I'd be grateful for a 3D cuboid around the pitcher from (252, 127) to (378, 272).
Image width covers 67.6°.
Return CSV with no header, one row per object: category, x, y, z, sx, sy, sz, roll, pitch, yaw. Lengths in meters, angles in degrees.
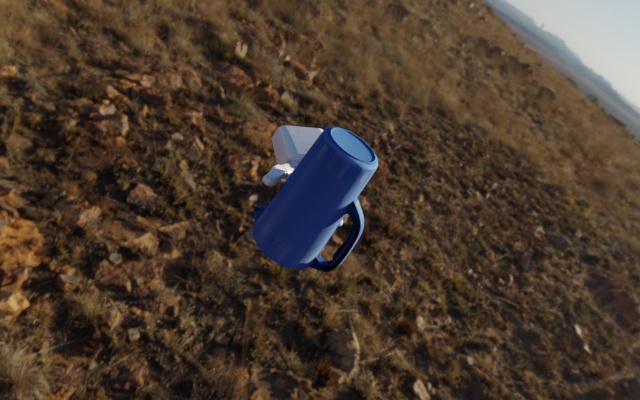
pitcher,0.000,0.003,0.831,0.149,0.243,0.145,17,34,-30
